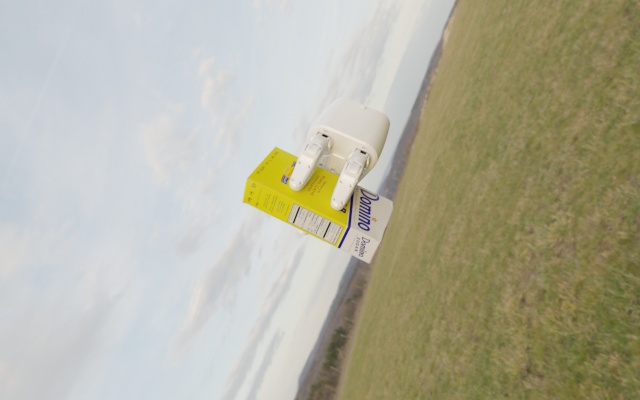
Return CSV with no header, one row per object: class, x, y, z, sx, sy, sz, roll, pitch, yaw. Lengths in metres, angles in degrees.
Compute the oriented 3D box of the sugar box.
sugar box,0.000,0.001,0.601,0.176,0.048,0.093,23,37,5
